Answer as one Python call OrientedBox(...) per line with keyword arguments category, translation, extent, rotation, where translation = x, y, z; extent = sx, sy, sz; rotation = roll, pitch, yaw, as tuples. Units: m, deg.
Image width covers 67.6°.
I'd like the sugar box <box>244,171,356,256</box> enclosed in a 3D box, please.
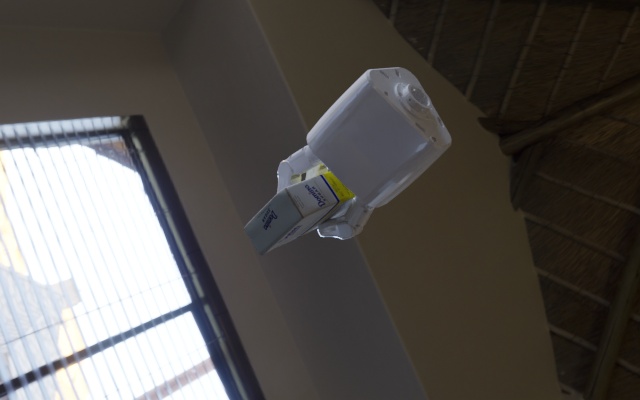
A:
OrientedBox(category="sugar box", translation=(0.000, 0.001, 0.581), extent=(0.176, 0.048, 0.093), rotation=(-19, -17, -48))
